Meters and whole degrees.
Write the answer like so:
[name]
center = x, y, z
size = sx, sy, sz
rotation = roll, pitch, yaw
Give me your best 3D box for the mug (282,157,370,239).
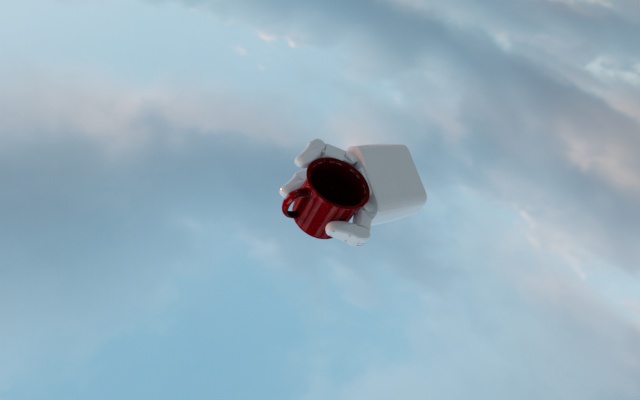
[mug]
center = -0.001, 0.003, 0.661
size = 0.117, 0.093, 0.081
rotation = -9, -34, -34
